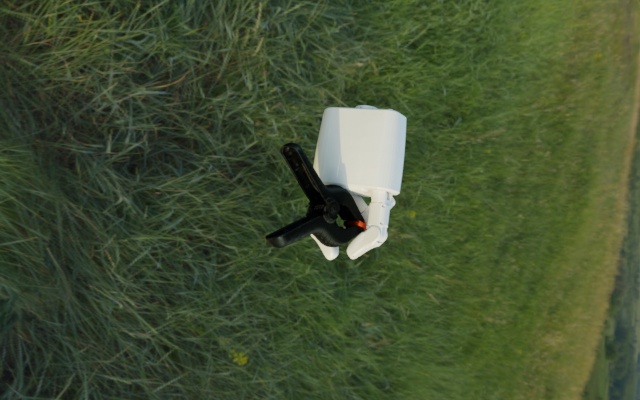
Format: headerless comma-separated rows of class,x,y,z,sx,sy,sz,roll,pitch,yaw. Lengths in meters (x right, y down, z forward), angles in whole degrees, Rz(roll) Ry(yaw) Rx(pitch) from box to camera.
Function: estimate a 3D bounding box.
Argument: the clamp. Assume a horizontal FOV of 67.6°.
clamp,0.001,0.002,0.584,0.039,0.120,0.171,5,-5,36
